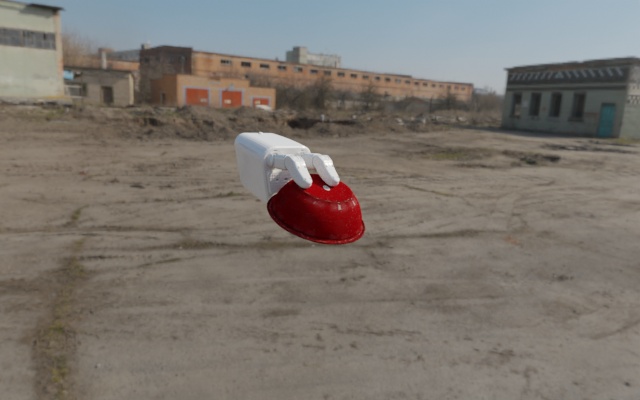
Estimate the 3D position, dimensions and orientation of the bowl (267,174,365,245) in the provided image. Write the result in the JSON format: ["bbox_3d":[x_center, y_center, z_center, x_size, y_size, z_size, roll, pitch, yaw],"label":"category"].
[{"bbox_3d":[0.001,0.003,0.750,0.162,0.055,0.162,14,26,-7],"label":"bowl"}]
